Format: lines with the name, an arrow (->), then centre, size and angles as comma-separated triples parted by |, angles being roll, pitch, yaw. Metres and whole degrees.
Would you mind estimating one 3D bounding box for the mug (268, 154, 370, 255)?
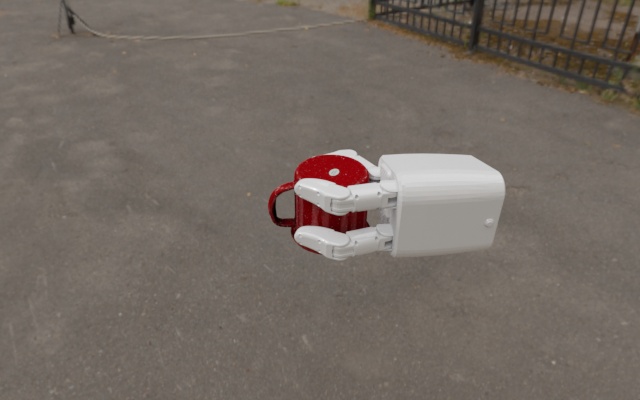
mug -> -0.001, 0.002, 0.533 | 0.117, 0.082, 0.093 | -3, 33, -5
